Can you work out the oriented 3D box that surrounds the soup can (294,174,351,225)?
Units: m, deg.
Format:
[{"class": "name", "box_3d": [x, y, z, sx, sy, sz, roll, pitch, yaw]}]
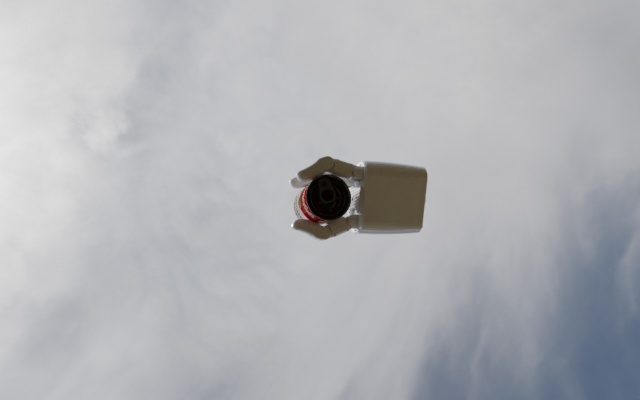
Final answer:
[{"class": "soup can", "box_3d": [0.000, 0.003, 0.736, 0.068, 0.068, 0.102, 0, -8, -14]}]
